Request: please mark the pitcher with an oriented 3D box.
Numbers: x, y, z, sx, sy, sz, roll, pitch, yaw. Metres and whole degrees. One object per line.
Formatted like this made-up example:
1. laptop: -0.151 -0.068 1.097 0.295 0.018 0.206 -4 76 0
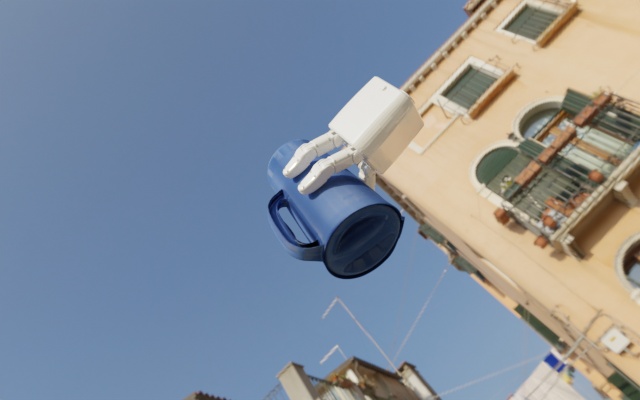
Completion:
1. pitcher: 0.000 0.002 0.751 0.149 0.145 0.242 34 10 -44
